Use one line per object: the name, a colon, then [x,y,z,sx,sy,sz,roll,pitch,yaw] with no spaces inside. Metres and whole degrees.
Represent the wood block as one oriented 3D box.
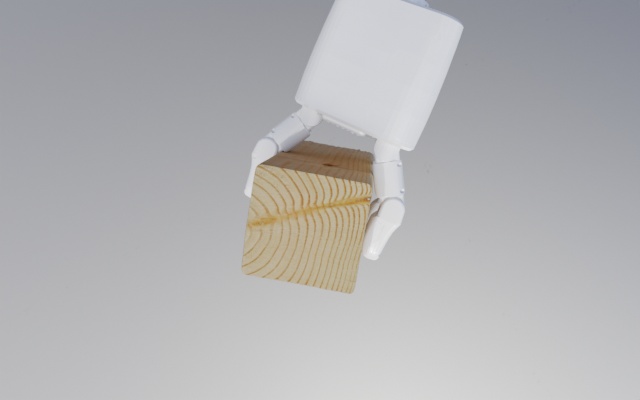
wood block: [0.000,0.001,0.457,0.091,0.090,0.206,11,13,5]
